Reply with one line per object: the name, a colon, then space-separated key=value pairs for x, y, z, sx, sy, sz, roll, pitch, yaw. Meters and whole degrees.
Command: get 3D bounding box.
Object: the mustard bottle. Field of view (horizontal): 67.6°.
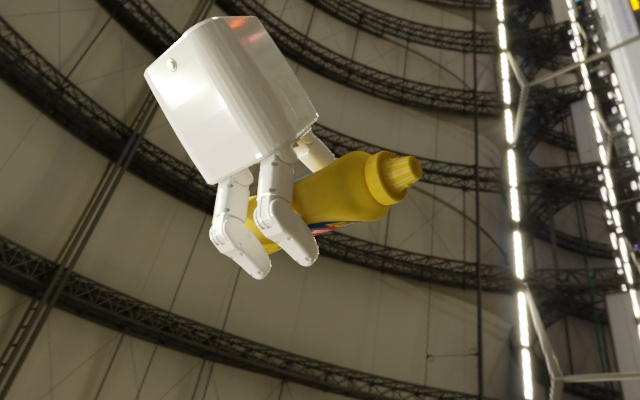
mustard bottle: x=0.000 y=0.002 z=0.409 sx=0.192 sy=0.058 sz=0.096 roll=-21 pitch=-9 yaw=38
